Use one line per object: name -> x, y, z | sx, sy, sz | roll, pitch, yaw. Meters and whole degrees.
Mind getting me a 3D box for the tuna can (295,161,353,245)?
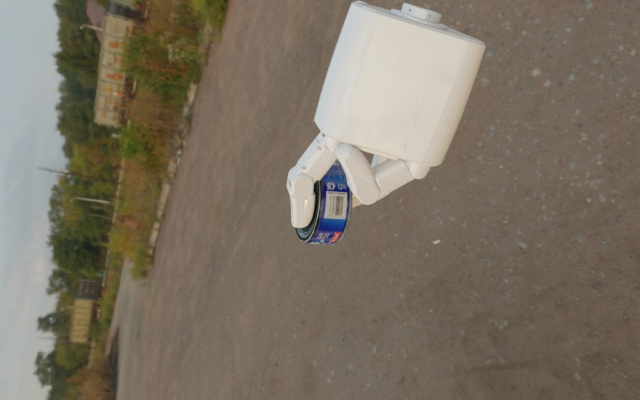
tuna can -> 0.000, 0.002, 0.483 | 0.034, 0.086, 0.086 | 4, -1, -21
